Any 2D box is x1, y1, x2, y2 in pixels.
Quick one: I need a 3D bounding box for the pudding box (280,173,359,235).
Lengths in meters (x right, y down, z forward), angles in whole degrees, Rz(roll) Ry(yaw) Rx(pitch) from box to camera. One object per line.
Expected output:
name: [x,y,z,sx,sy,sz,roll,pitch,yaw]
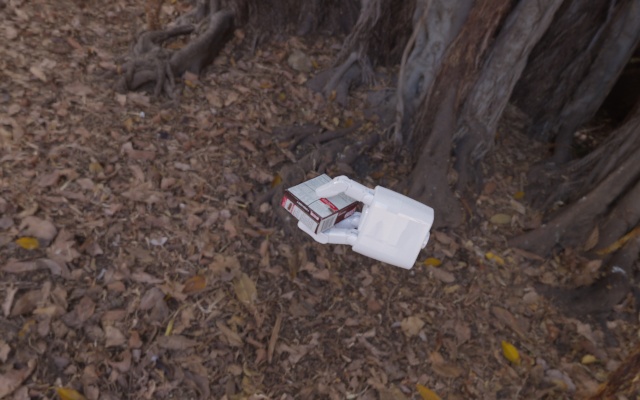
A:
pudding box: [0.000,0.003,0.836,0.090,0.039,0.113,38,36,23]
